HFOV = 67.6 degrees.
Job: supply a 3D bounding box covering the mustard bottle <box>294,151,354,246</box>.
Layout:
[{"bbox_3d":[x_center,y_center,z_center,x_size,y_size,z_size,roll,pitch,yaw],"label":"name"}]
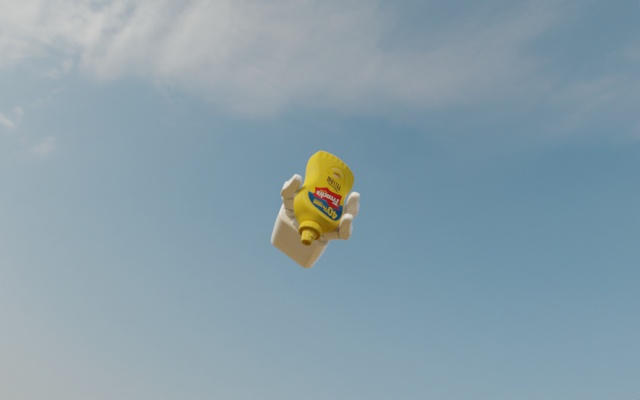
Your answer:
[{"bbox_3d":[0.000,0.003,0.874,0.096,0.191,0.058,39,-43,-22],"label":"mustard bottle"}]
